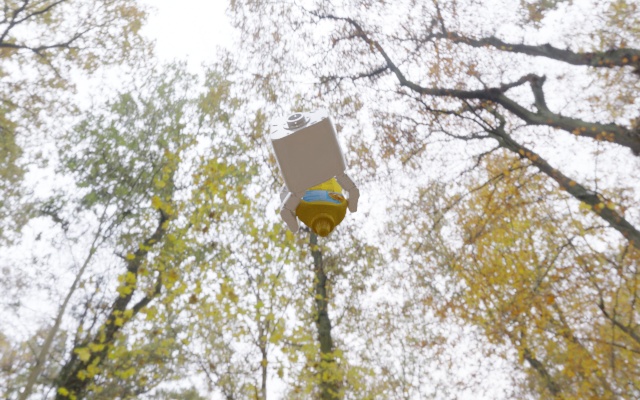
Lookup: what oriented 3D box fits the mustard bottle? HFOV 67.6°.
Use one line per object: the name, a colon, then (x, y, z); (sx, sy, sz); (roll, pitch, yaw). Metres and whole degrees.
mustard bottle: (0.000, 0.003, 0.882); (0.096, 0.058, 0.191); (5, 32, -7)
